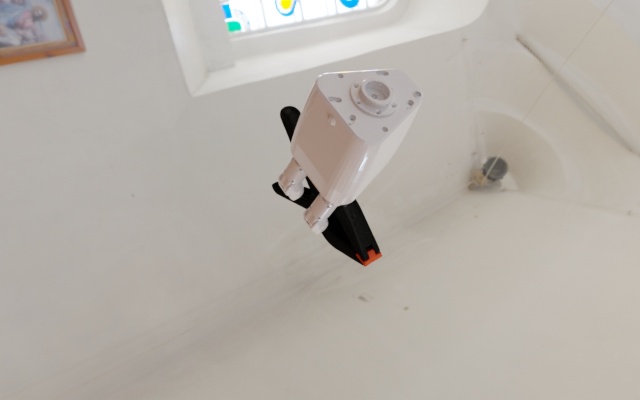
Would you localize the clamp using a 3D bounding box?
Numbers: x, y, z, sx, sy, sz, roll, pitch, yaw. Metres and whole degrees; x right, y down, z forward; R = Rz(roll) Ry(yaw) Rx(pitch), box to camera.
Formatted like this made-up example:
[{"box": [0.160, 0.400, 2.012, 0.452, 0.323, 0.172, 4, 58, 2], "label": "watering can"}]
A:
[{"box": [0.001, 0.002, 0.617, 0.036, 0.210, 0.165, -28, -19, -25], "label": "clamp"}]
